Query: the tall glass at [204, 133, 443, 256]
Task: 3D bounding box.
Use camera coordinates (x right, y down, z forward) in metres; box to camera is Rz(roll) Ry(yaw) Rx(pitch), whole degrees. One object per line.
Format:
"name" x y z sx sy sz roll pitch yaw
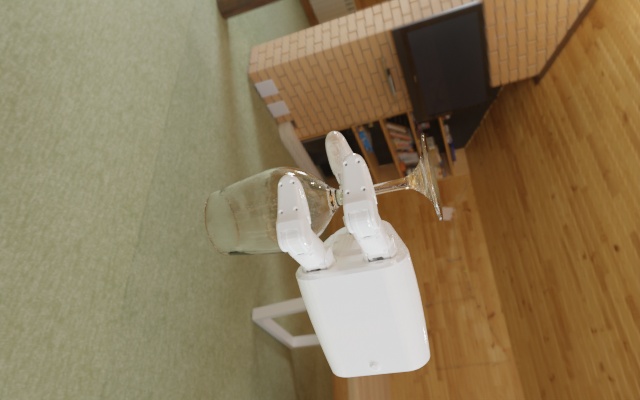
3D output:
"tall glass" 0.001 0.001 0.422 0.201 0.079 0.079 -12 -4 16
